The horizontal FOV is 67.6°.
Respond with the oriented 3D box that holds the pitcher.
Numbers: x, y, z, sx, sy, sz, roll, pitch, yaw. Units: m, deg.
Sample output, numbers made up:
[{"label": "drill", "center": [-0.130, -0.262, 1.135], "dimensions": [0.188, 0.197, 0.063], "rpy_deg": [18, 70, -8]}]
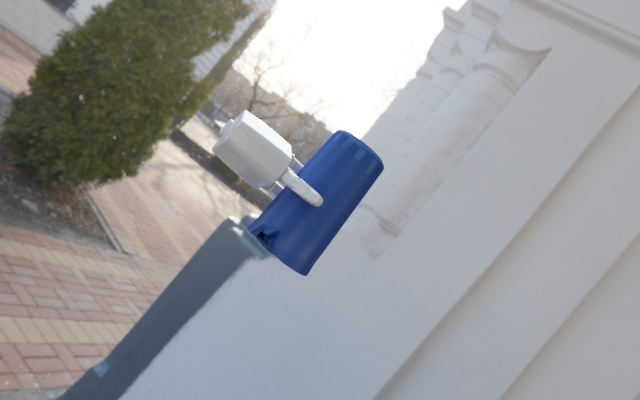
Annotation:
[{"label": "pitcher", "center": [0.000, 0.003, 0.840], "dimensions": [0.145, 0.243, 0.149], "rpy_deg": [40, 0, -19]}]
